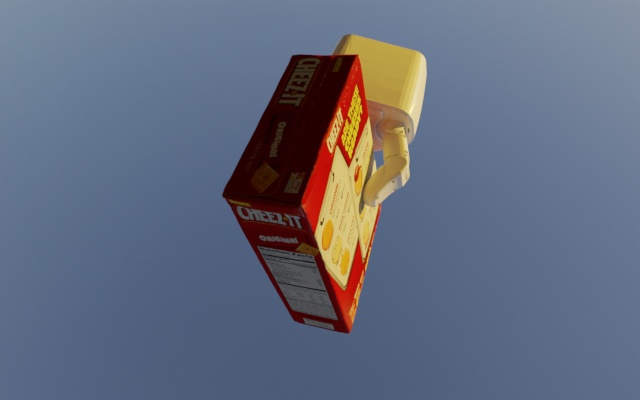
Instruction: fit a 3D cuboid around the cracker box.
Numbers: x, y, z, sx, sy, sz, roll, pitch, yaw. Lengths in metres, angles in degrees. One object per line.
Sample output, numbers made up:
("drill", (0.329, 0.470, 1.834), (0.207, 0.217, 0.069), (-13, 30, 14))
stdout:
("cracker box", (0.000, 0.002, 0.446), (0.072, 0.164, 0.214), (6, -36, 19))
